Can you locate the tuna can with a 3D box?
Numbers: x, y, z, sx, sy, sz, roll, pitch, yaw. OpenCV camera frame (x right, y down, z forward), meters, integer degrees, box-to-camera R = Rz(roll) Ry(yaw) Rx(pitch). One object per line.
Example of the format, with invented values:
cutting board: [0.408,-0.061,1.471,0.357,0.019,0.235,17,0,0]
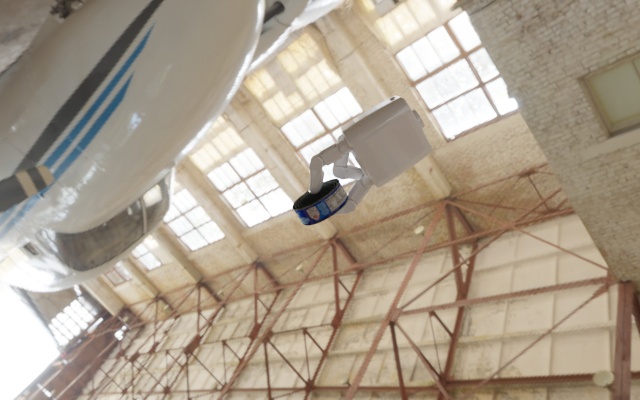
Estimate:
tuna can: [0.000,0.003,0.749,0.086,0.034,0.086,-29,16,9]
